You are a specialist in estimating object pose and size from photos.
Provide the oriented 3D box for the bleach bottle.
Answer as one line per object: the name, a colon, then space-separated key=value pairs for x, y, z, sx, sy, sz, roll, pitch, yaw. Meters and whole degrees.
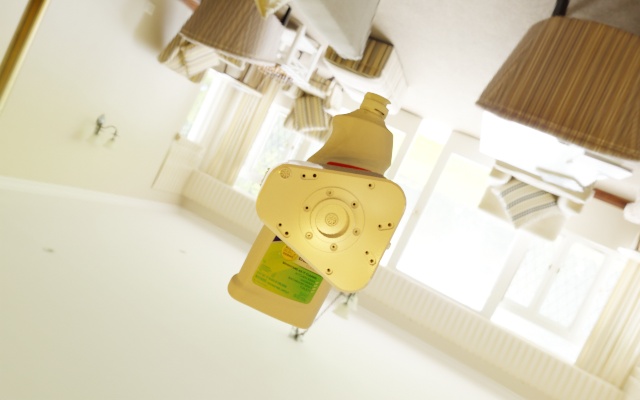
bleach bottle: x=0.000 y=0.002 z=0.504 sx=0.102 sy=0.251 sz=0.068 roll=25 pitch=2 yaw=-5
